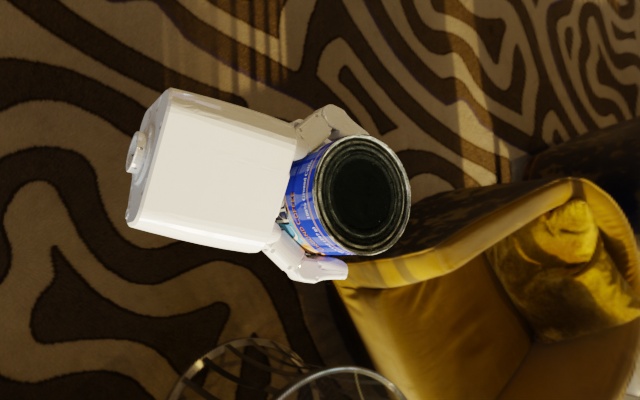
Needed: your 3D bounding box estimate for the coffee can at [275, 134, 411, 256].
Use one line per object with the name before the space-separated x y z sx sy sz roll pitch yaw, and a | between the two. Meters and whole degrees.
coffee can | 0.000 0.002 0.455 0.103 0.103 0.140 0 -6 -33
